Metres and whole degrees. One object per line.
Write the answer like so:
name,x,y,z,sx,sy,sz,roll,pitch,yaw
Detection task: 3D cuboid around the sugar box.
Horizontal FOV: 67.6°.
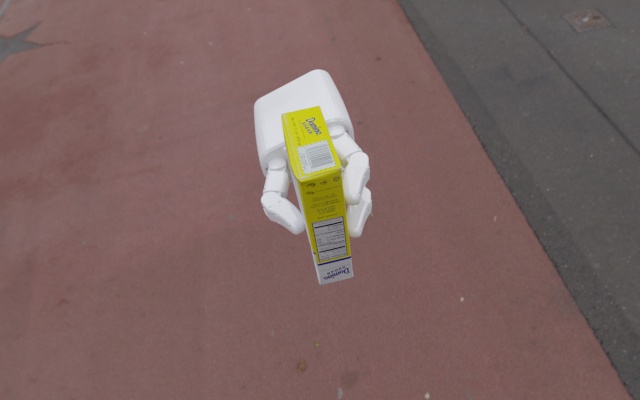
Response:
sugar box,0.001,0.001,0.495,0.048,0.093,0.176,-14,-40,-1
